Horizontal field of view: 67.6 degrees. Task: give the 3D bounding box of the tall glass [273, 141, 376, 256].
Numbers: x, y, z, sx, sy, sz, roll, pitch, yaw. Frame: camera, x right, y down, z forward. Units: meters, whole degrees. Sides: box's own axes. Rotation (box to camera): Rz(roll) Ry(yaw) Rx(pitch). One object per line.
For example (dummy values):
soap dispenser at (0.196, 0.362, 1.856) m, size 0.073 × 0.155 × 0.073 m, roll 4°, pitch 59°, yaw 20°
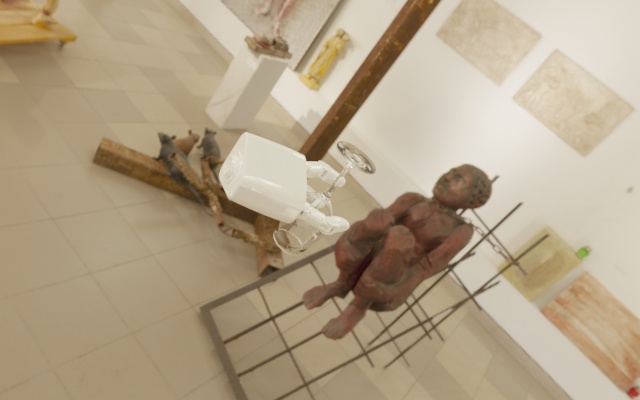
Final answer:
tall glass at (0.001, 0.002, 0.778) m, size 0.079 × 0.079 × 0.201 m, roll 0°, pitch -44°, yaw -51°
